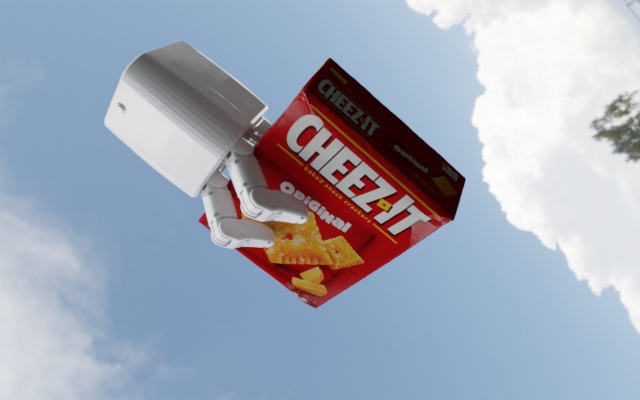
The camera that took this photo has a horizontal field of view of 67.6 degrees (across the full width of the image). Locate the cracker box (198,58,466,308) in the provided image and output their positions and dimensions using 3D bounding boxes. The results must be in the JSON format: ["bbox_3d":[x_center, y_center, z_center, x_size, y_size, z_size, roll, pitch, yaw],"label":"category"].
[{"bbox_3d":[0.000,0.001,0.462,0.214,0.164,0.072,-42,12,43],"label":"cracker box"}]
